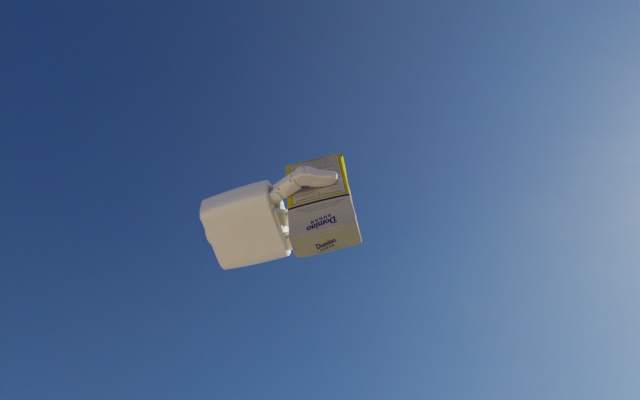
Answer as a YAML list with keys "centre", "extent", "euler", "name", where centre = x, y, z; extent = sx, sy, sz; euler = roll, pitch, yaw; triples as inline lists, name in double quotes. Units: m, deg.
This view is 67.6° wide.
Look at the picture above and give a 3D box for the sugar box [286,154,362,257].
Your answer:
- centre: [0.000, 0.003, 0.693]
  extent: [0.093, 0.048, 0.176]
  euler: [-14, 39, 5]
  name: "sugar box"
